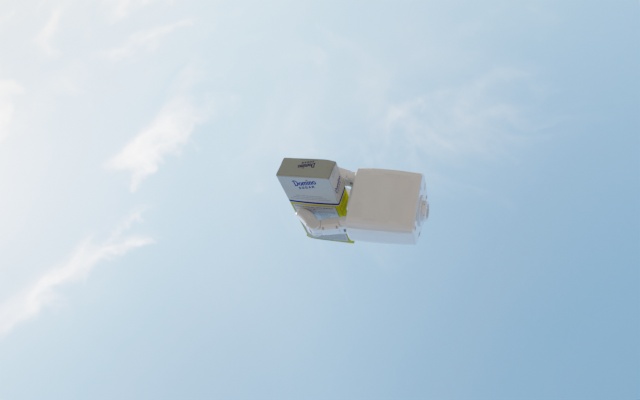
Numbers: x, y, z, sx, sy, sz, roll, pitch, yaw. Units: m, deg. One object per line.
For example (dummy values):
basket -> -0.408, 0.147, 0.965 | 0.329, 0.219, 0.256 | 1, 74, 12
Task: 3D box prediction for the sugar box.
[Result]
sugar box -> 0.000, 0.002, 0.795 | 0.093, 0.048, 0.176 | 5, -38, 23
